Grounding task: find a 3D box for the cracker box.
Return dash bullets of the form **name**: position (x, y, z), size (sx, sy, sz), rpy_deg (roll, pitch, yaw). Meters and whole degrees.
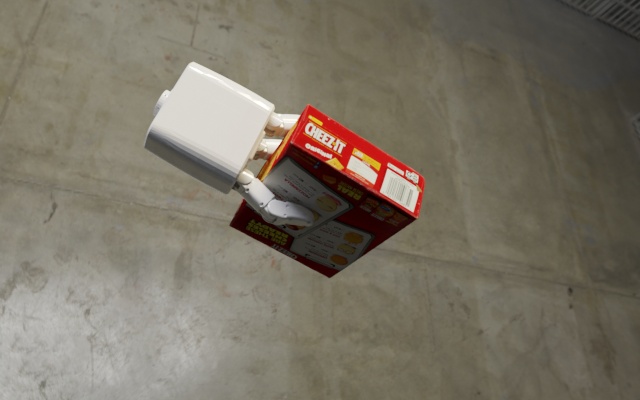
- **cracker box**: position (0.000, 0.002, 0.597), size (0.164, 0.072, 0.214), rpy_deg (30, -36, -12)
